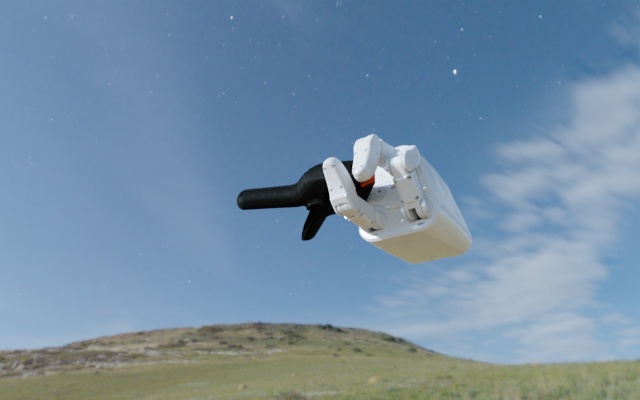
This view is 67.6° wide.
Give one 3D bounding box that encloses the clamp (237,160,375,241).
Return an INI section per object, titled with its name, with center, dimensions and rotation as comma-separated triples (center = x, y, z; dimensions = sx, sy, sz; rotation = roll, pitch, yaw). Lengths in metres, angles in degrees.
[clamp]
center = 0.000, 0.001, 0.561
dimensions = 0.171, 0.039, 0.120
rotation = -16, -32, 32
